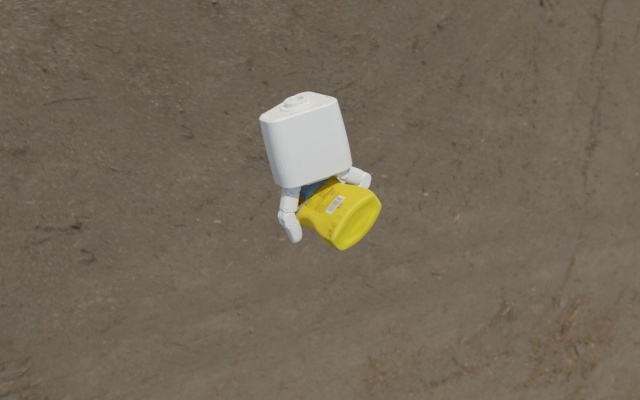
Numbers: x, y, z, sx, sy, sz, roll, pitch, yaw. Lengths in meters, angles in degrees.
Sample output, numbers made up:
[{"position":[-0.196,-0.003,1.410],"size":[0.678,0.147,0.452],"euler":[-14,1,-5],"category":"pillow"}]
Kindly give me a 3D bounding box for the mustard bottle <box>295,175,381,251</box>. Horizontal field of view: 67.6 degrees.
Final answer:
[{"position":[0.000,0.003,0.745],"size":[0.191,0.096,0.058],"euler":[29,-16,50],"category":"mustard bottle"}]
